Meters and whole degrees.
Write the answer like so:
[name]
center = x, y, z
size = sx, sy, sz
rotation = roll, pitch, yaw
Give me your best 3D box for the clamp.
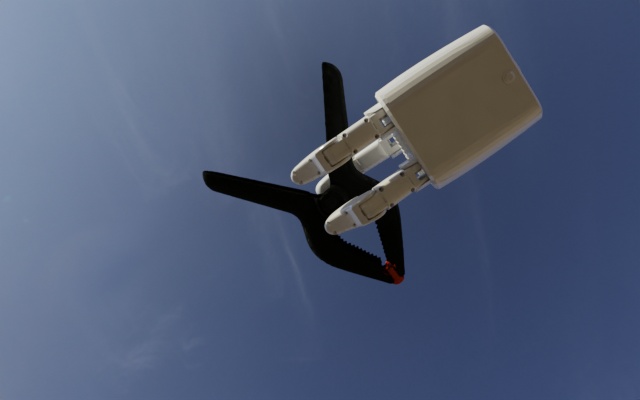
[clamp]
center = 0.001, 0.002, 0.456
size = 0.164, 0.210, 0.036
rotation = -33, 6, 11
